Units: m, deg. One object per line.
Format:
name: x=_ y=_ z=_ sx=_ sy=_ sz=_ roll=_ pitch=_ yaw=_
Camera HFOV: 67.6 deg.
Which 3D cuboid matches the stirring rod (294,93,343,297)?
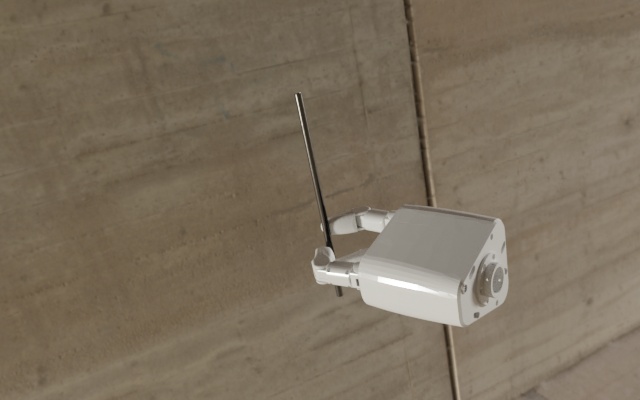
stirring rod: x=0.000 y=0.002 z=0.529 sx=0.011 sy=0.240 sz=0.011 roll=-10 pitch=20 yaw=4
